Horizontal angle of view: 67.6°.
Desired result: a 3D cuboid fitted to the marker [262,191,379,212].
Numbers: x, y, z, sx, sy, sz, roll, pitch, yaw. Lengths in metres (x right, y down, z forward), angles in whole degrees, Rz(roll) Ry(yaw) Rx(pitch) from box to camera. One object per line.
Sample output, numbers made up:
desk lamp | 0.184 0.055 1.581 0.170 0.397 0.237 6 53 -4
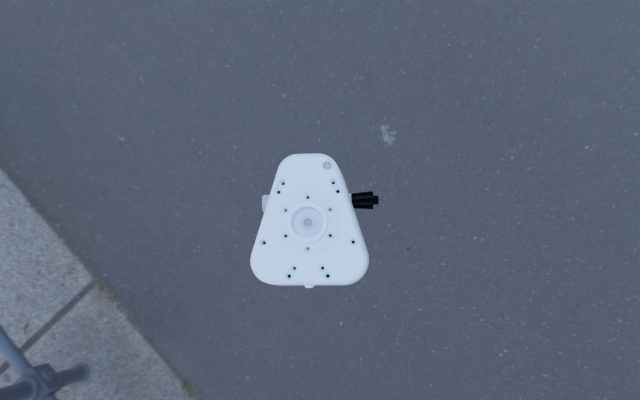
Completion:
marker | 0.000 0.002 0.500 0.121 0.020 0.020 -2 0 3
